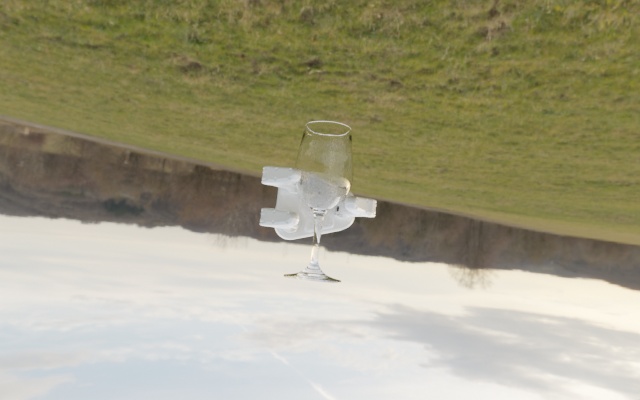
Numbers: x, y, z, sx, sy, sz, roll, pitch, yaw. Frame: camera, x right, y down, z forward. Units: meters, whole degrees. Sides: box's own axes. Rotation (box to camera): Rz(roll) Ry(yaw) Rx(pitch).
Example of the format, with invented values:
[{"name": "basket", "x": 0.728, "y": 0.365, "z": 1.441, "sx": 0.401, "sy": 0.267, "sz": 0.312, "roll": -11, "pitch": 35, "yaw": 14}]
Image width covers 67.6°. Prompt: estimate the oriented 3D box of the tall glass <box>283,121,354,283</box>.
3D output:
[{"name": "tall glass", "x": 0.000, "y": 0.003, "z": 0.619, "sx": 0.079, "sy": 0.201, "sz": 0.079, "roll": 6, "pitch": -7, "yaw": 1}]
